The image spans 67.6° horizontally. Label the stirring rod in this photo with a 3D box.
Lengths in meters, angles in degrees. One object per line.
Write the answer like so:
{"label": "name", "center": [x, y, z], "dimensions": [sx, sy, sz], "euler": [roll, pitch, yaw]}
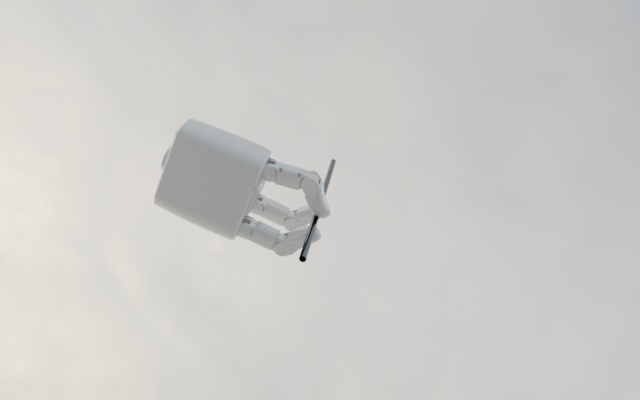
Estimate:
{"label": "stirring rod", "center": [0.000, 0.002, 0.605], "dimensions": [0.011, 0.011, 0.239], "euler": [0, 30, 10]}
